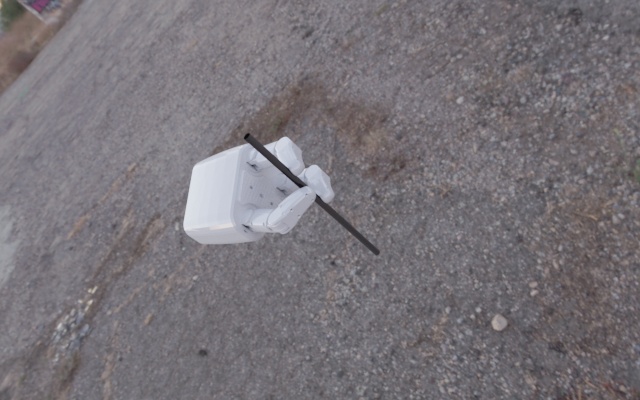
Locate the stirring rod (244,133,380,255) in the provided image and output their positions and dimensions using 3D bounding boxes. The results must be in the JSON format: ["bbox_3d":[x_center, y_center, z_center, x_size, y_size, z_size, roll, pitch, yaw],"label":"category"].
[{"bbox_3d":[0.000,0.002,0.540,0.011,0.011,0.240,0,-33,46],"label":"stirring rod"}]
